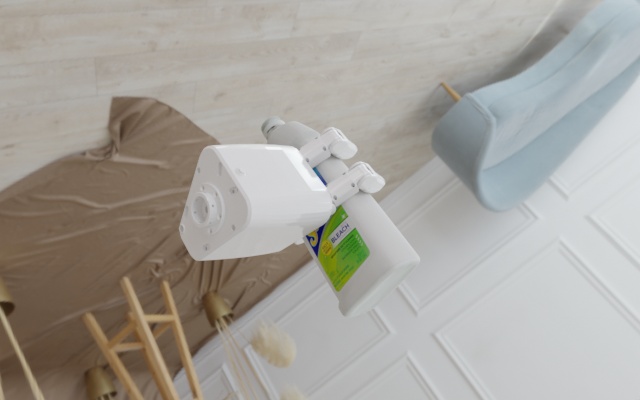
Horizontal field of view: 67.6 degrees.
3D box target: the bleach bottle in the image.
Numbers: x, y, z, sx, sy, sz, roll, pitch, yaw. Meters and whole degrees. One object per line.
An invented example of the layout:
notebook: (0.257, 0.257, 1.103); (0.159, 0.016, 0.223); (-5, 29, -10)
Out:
bleach bottle: (0.000, 0.002, 0.551); (0.068, 0.250, 0.103); (-4, -41, -49)
